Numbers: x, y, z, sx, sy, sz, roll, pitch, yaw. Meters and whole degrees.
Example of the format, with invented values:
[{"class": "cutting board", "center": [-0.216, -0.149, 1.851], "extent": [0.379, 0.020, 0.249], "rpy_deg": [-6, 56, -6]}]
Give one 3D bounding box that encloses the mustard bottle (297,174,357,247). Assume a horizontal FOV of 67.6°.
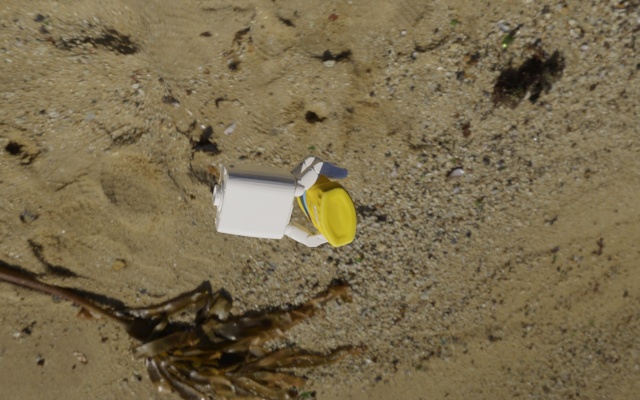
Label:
[{"class": "mustard bottle", "center": [0.001, 0.003, 0.797], "extent": [0.058, 0.096, 0.191], "rpy_deg": [-17, 19, -13]}]
